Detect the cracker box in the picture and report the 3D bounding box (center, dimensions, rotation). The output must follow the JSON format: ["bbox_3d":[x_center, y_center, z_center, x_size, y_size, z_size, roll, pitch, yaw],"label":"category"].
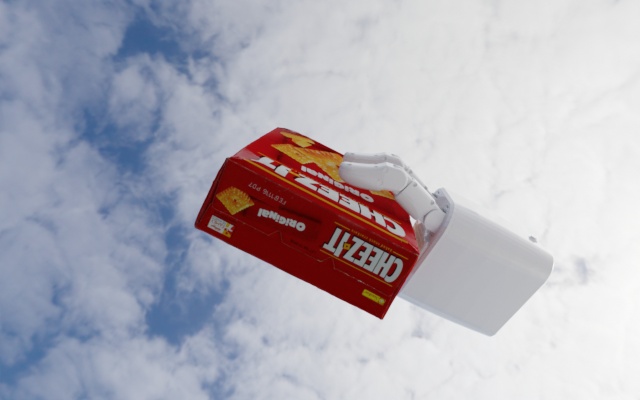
[{"bbox_3d":[0.000,0.002,0.456,0.164,0.072,0.213,26,15,-2],"label":"cracker box"}]
